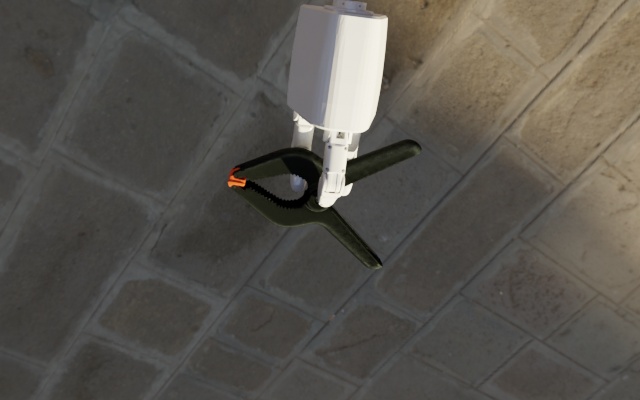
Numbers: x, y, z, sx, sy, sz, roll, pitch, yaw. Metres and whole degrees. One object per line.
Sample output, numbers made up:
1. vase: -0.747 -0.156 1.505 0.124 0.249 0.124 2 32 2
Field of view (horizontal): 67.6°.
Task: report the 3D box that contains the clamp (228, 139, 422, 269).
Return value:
1. clamp: 0.000 0.002 0.546 0.210 0.165 0.036 4 21 -8
